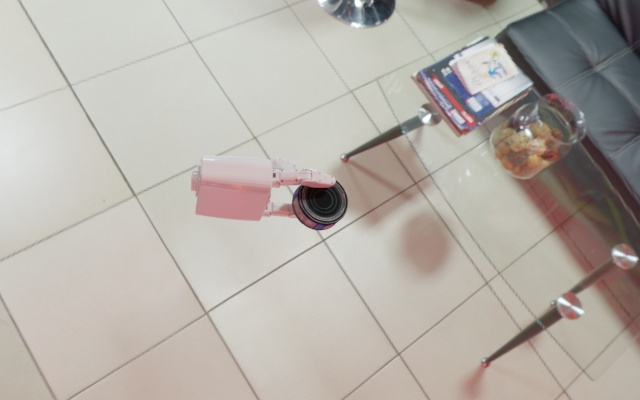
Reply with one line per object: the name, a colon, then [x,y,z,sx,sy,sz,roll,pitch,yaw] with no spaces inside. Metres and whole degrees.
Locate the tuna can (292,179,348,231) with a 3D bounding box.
tuna can: [0.000,0.002,0.759,0.086,0.086,0.034,0,-20,-22]
